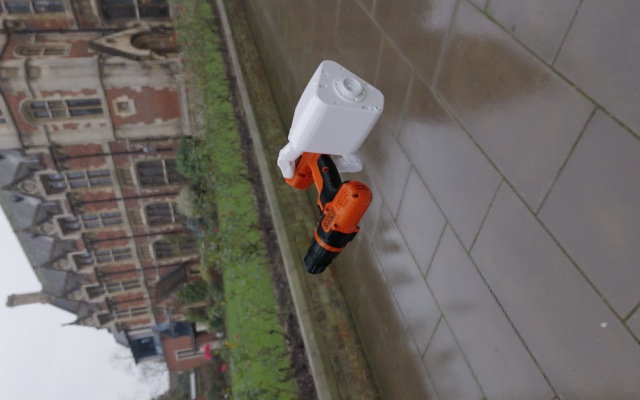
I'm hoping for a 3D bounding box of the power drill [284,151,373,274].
[{"bbox_3d":[0.000,0.002,0.783,0.057,0.184,0.187,6,40,-34],"label":"power drill"}]
